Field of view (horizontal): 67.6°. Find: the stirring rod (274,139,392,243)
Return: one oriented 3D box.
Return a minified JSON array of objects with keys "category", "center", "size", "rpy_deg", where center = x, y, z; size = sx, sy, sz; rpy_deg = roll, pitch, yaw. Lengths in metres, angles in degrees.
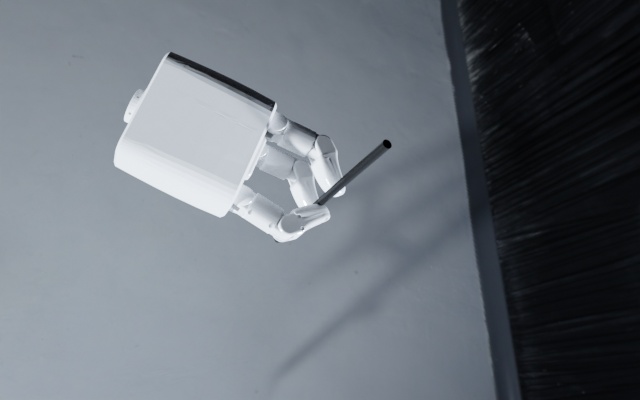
[{"category":"stirring rod","center":[0.000,0.002,0.462],"size":[0.011,0.011,0.240],"rpy_deg":[0,-22,-27]}]
